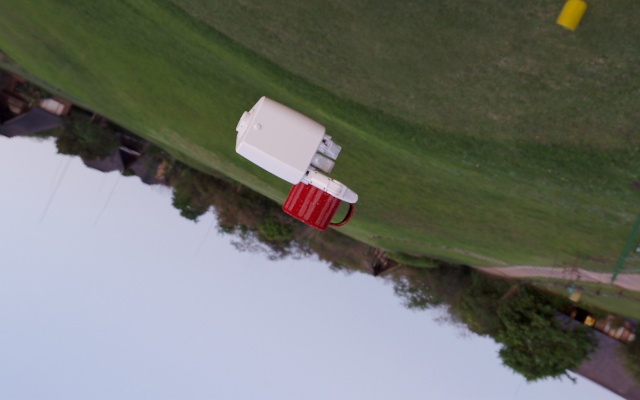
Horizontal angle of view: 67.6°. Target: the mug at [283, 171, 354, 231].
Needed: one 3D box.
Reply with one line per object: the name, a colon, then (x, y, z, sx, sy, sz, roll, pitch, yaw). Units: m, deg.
mug: (0.001, 0.003, 0.790, 0.117, 0.081, 0.093, 27, 0, -18)
